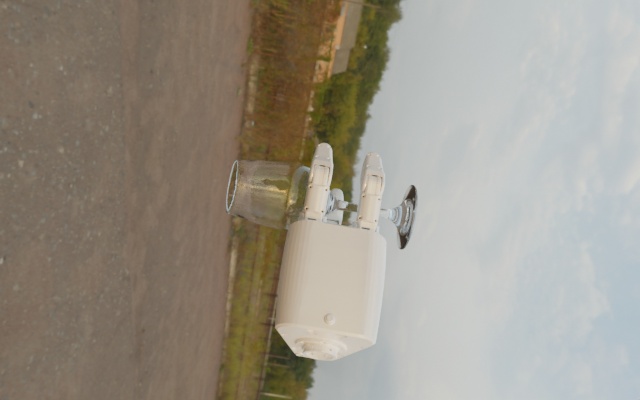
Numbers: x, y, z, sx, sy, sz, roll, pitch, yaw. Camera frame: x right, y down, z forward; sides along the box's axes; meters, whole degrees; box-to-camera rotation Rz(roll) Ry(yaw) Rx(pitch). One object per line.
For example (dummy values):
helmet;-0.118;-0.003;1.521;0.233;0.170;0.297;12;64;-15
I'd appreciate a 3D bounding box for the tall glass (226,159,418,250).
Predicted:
tall glass;0.001;0.002;0.533;0.201;0.079;0.079;10;-1;-3
